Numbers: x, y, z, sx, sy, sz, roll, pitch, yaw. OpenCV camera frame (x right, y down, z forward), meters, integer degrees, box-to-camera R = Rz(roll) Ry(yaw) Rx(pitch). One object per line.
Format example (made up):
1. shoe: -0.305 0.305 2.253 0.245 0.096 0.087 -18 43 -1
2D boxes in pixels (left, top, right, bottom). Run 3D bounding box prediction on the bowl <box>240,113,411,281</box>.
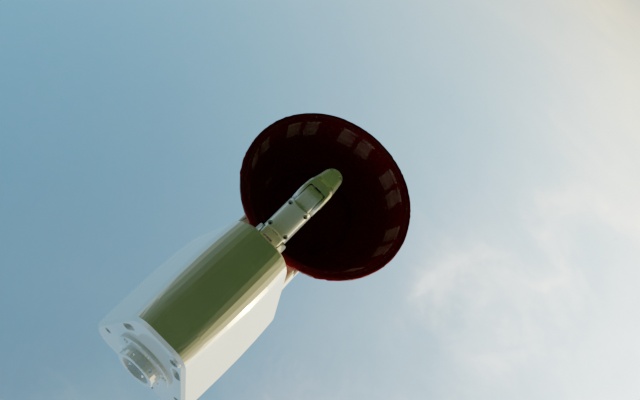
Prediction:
1. bowl: 0.001 0.001 0.444 0.162 0.162 0.055 0 -22 -22
